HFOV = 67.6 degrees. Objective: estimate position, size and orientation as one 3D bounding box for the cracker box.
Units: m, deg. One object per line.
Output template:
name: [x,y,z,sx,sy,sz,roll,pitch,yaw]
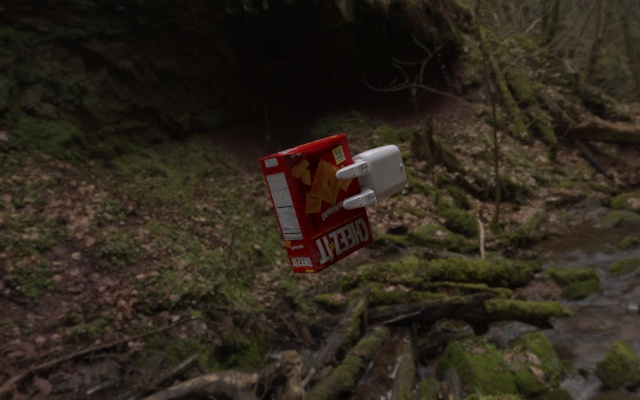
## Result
cracker box: [0.000,0.003,0.863,0.164,0.214,0.072,-23,11,-41]
